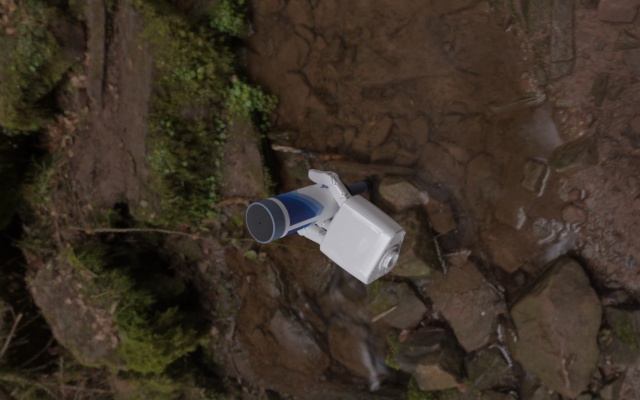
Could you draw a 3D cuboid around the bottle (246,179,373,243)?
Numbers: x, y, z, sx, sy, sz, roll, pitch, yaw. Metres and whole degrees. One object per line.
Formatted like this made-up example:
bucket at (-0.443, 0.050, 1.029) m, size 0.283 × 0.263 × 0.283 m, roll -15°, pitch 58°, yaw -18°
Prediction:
bottle at (0.000, 0.003, 0.855) m, size 0.069 × 0.069 × 0.295 m, roll 0°, pitch 13°, yaw 42°
